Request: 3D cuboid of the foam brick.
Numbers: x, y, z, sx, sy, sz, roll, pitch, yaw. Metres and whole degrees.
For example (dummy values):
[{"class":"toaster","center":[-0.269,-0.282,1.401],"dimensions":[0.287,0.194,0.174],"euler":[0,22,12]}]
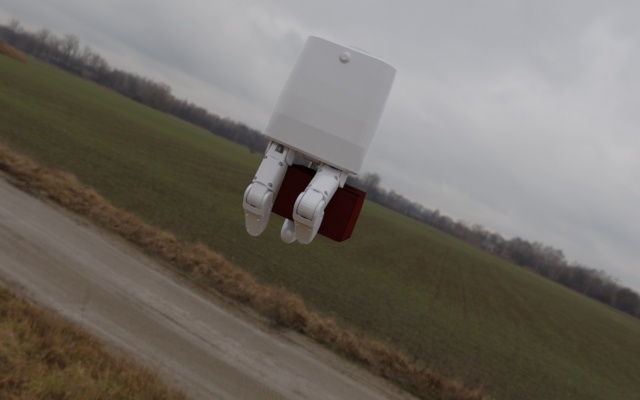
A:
[{"class":"foam brick","center":[0.000,0.002,0.479],"dimensions":[0.078,0.051,0.053],"euler":[24,7,11]}]
